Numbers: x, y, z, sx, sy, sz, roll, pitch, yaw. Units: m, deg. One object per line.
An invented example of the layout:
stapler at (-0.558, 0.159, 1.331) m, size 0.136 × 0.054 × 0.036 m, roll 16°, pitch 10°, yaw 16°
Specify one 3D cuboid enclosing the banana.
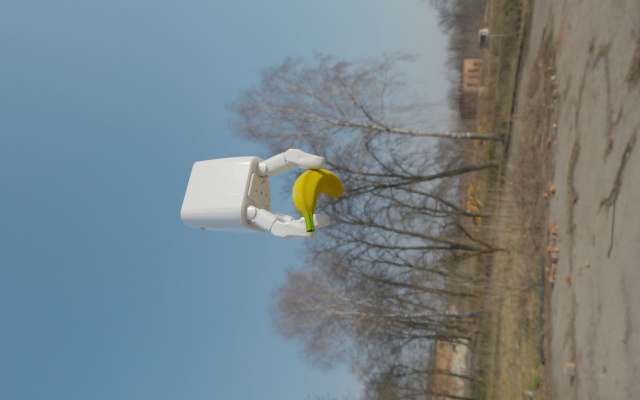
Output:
banana at (-0.004, -0.015, 0.710) m, size 0.037 × 0.070 × 0.197 m, roll -6°, pitch 14°, yaw 18°
